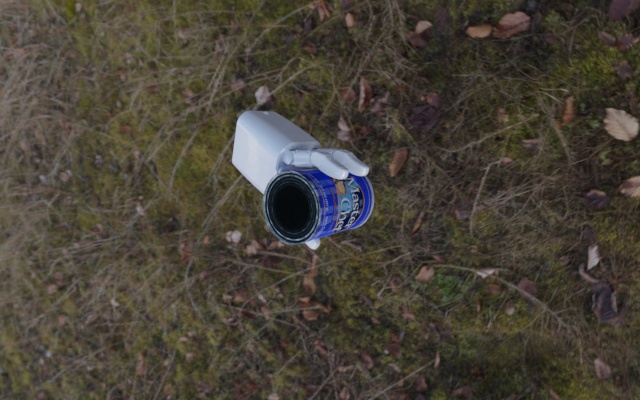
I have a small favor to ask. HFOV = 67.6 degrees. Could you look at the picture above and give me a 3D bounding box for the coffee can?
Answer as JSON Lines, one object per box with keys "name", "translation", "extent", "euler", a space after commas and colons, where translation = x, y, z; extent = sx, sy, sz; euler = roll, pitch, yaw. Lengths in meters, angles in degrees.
{"name": "coffee can", "translation": [0.000, 0.002, 0.702], "extent": [0.103, 0.103, 0.140], "euler": [0, 7, 37]}
